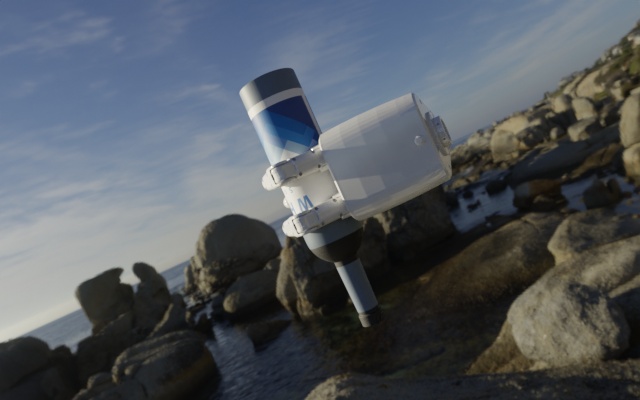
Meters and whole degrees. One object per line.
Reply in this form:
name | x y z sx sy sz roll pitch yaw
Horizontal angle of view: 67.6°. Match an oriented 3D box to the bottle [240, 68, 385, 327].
bottle | 0.000 0.002 0.534 0.069 0.295 0.069 -24 0 0
